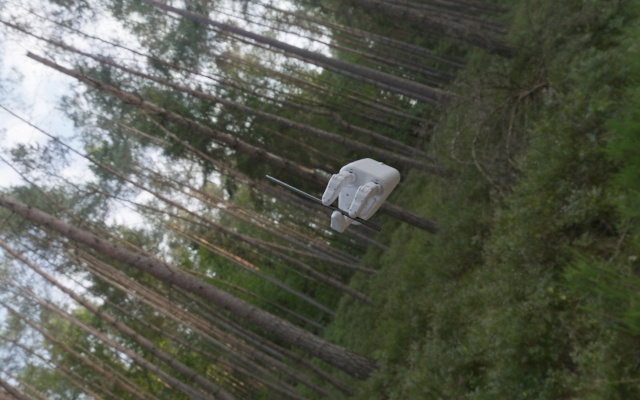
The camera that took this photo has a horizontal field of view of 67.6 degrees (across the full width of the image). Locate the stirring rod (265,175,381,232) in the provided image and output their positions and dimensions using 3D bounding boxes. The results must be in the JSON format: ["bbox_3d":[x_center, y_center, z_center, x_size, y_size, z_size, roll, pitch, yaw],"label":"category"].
[{"bbox_3d":[0.000,0.003,0.866,0.239,0.011,0.011,25,8,19],"label":"stirring rod"}]
